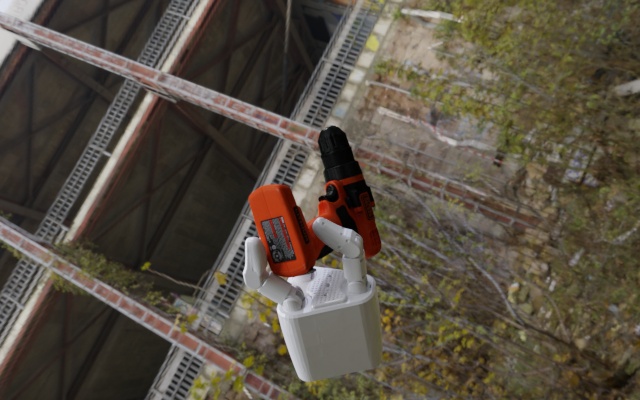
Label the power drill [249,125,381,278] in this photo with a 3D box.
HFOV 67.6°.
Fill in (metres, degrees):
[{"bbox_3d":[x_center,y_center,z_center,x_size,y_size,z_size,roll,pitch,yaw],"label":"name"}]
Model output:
[{"bbox_3d":[0.000,0.002,0.586,0.057,0.184,0.187,-18,1,38],"label":"power drill"}]
